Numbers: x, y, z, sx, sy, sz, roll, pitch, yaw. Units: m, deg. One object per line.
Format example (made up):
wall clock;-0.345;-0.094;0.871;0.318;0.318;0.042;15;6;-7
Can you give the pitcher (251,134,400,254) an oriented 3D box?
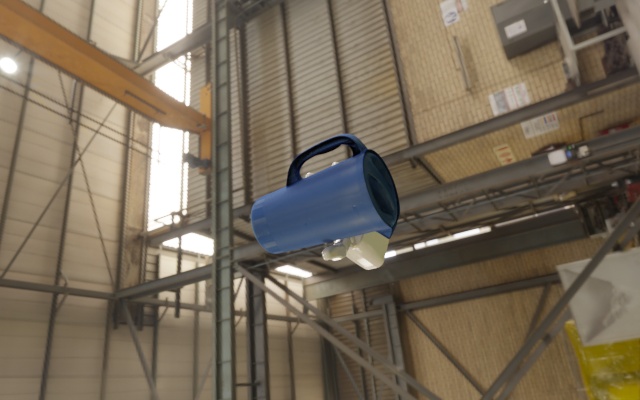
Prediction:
pitcher;0.000;0.003;0.819;0.243;0.149;0.145;-19;-37;26
